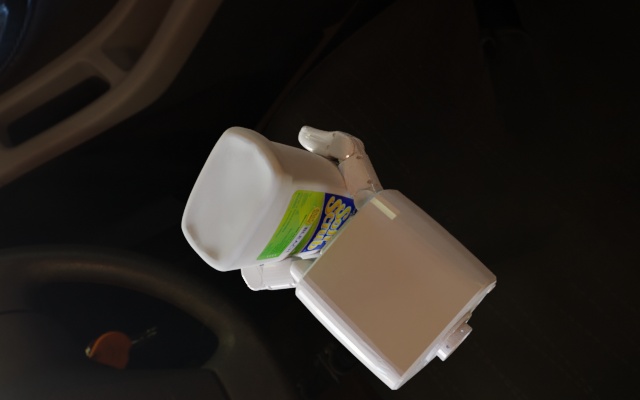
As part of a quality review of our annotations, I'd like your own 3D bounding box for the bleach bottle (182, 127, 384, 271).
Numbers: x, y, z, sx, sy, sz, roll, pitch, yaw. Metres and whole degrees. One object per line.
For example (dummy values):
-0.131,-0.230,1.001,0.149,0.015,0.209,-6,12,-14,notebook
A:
0.000,0.001,0.433,0.068,0.102,0.251,41,20,25,bleach bottle
